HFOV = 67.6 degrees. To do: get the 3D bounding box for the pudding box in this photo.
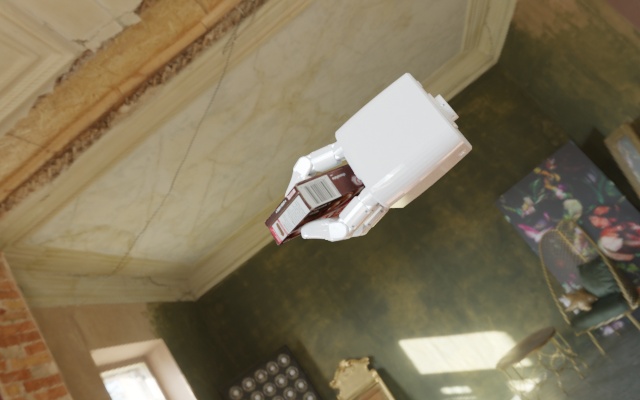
[{"bbox_3d":[0.000,0.002,0.571,0.113,0.039,0.090,-21,-19,-40],"label":"pudding box"}]
